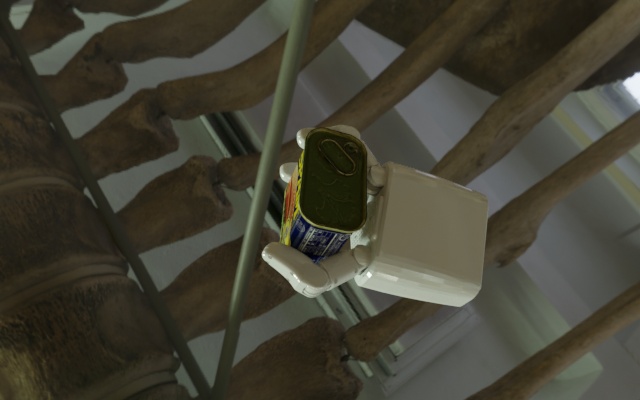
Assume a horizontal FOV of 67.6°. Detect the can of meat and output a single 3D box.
[{"bbox_3d":[0.000,0.002,0.428,0.057,0.102,0.084,13,-35,-13],"label":"can of meat"}]
